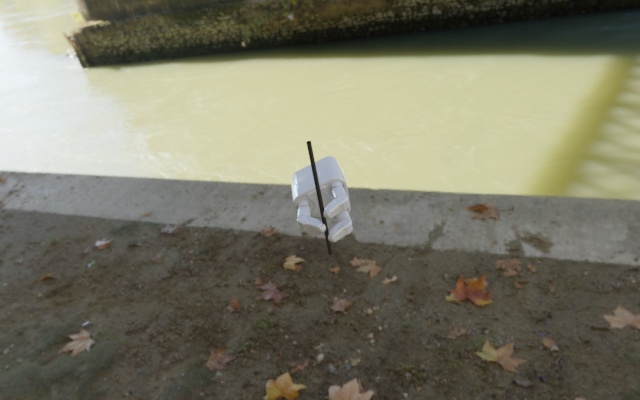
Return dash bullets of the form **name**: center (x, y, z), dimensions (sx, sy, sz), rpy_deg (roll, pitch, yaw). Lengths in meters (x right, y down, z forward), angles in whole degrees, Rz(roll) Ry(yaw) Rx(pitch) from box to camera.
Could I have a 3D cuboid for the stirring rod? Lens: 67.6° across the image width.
- **stirring rod**: center (0.000, 0.003, 0.851), dimensions (0.011, 0.240, 0.011), rpy_deg (-8, 33, 5)
